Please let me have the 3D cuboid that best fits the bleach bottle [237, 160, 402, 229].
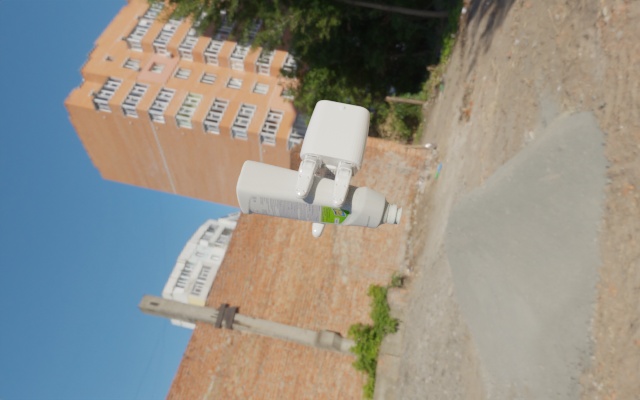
[{"bbox_3d":[0.000,0.002,0.752,0.251,0.068,0.103,12,-24,4],"label":"bleach bottle"}]
